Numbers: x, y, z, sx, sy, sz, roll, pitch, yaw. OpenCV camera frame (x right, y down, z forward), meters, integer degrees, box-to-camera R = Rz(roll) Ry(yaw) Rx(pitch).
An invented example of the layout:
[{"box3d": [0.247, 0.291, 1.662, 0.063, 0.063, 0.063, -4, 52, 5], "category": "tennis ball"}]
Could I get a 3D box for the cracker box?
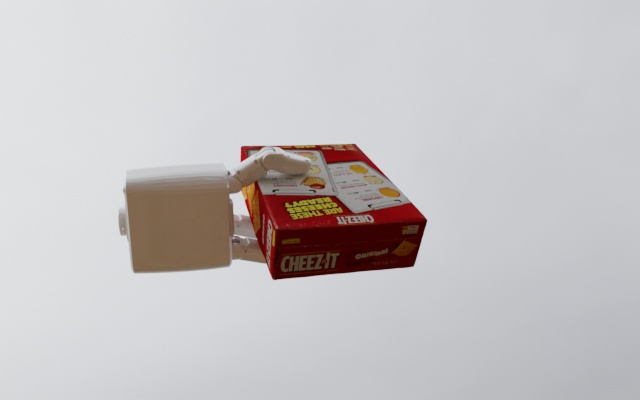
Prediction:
[{"box3d": [0.000, 0.002, 0.571, 0.164, 0.072, 0.213, -3, 29, -18], "category": "cracker box"}]
